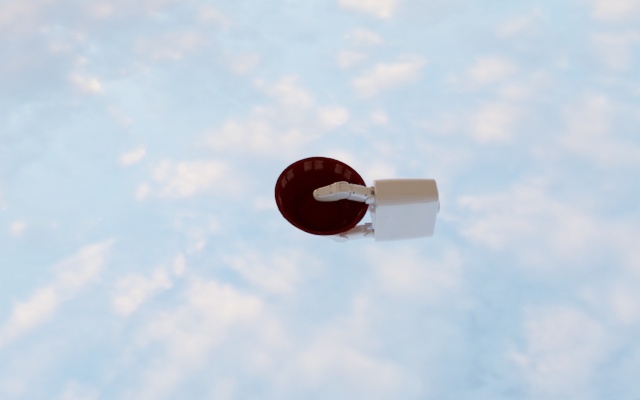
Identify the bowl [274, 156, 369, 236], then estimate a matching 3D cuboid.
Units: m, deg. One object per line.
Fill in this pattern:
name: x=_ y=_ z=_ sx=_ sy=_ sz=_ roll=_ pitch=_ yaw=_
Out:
bowl: x=-0.001 y=0.003 z=0.824 sx=0.162 sy=0.162 sz=0.055 roll=0 pitch=-34 yaw=-8
